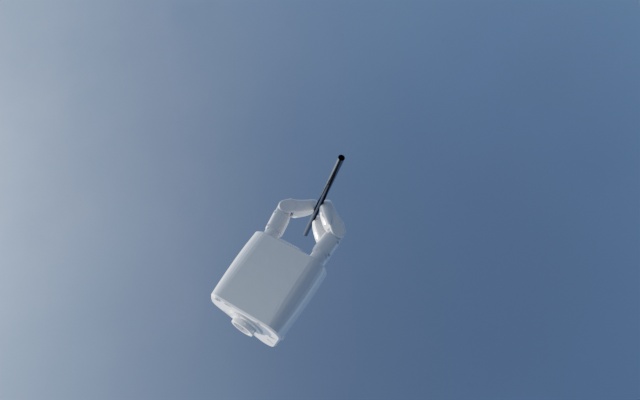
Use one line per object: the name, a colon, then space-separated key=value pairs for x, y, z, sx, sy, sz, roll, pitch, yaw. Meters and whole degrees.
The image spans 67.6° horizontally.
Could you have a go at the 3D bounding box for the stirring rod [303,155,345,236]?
stirring rod: x=0.000 y=0.002 z=0.653 sx=0.011 sy=0.011 sz=0.240 roll=0 pitch=-25 yaw=-13
